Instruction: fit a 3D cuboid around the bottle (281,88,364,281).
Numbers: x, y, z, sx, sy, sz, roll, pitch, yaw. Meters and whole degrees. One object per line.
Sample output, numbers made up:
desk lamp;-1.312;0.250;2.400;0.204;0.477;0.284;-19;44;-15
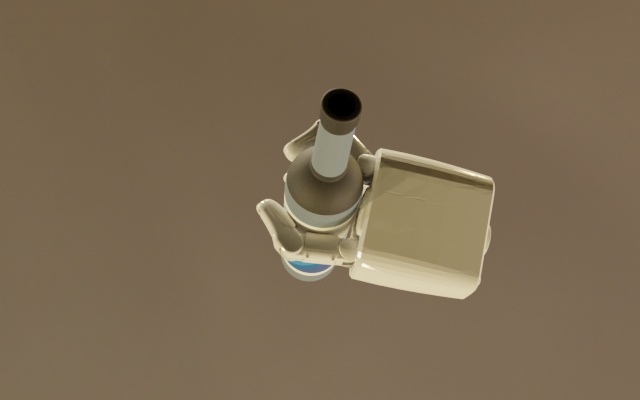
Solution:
bottle;0.000;0.002;0.437;0.069;0.069;0.296;0;-25;-6
